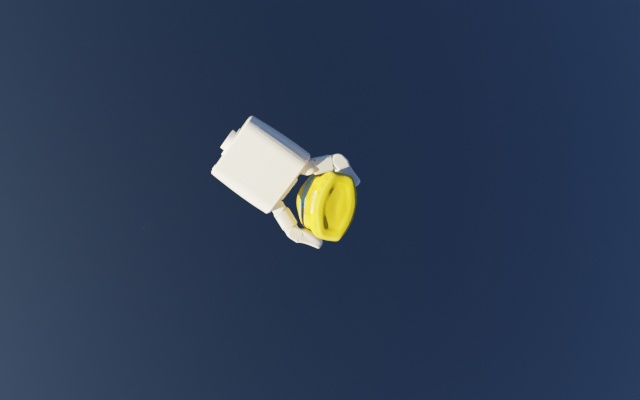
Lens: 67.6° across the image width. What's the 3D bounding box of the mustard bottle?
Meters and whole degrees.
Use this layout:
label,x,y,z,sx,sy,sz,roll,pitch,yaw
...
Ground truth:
label,x,y,z,sx,sy,sz,roll,pitch,yaw
mustard bottle,0.000,0.003,0.747,0.058,0.096,0.191,10,2,-14
